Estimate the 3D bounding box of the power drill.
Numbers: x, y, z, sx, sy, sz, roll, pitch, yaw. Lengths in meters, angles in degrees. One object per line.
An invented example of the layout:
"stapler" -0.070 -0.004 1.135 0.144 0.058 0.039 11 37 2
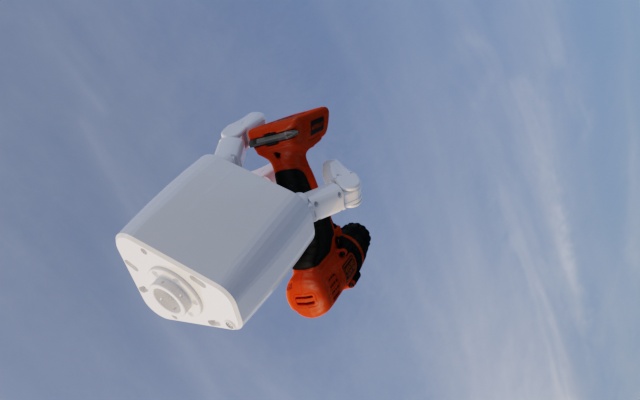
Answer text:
"power drill" 0.000 0.001 0.496 0.057 0.188 0.184 -13 11 21
